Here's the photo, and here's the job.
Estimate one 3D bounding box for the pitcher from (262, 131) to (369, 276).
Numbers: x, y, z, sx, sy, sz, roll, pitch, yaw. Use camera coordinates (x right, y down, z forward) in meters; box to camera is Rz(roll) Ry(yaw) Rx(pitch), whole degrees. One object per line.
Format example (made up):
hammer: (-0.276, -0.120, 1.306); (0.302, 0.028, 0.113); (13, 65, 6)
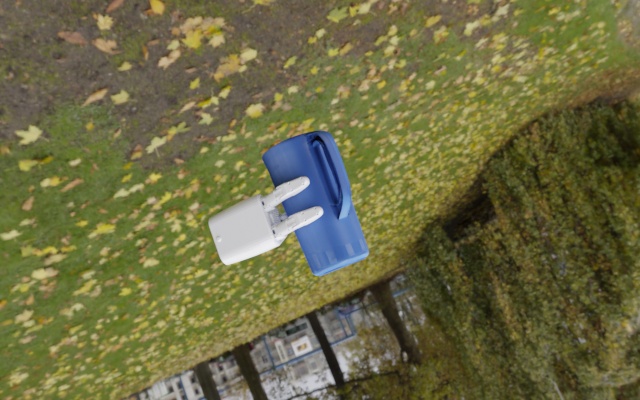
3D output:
pitcher: (0.000, 0.003, 0.852); (0.145, 0.243, 0.149); (-23, -9, 11)
